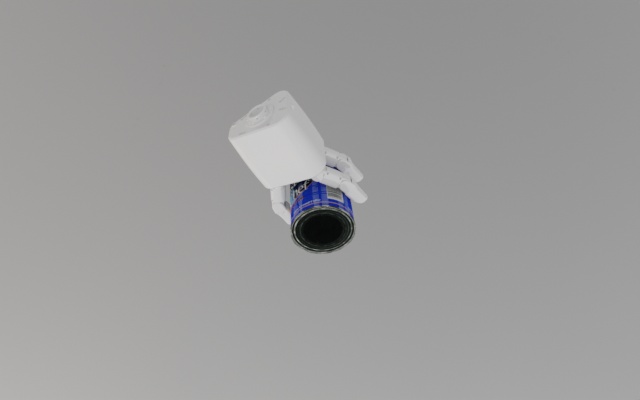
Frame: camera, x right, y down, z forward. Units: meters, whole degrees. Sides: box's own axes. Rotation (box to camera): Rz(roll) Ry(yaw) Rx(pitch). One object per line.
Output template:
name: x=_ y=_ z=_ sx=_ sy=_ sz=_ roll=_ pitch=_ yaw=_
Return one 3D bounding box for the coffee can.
coffee can: x=0.000 y=0.003 z=0.788 sx=0.103 sy=0.103 sz=0.140 roll=0 pitch=40 yaw=-5
